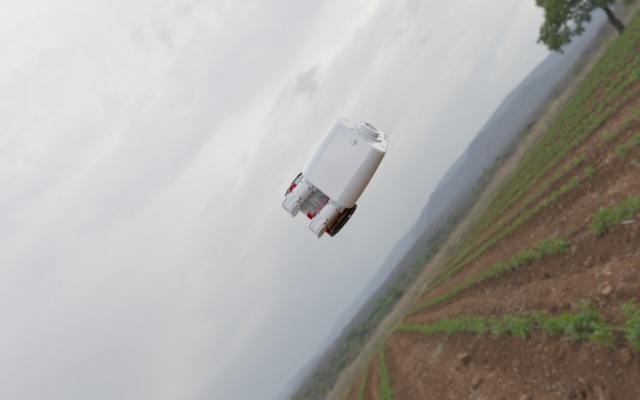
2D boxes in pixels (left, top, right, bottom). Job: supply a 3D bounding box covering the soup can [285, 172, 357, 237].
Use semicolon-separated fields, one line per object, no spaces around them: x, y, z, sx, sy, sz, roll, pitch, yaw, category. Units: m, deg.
0.000;0.003;0.788;0.102;0.068;0.068;39;10;13;soup can
